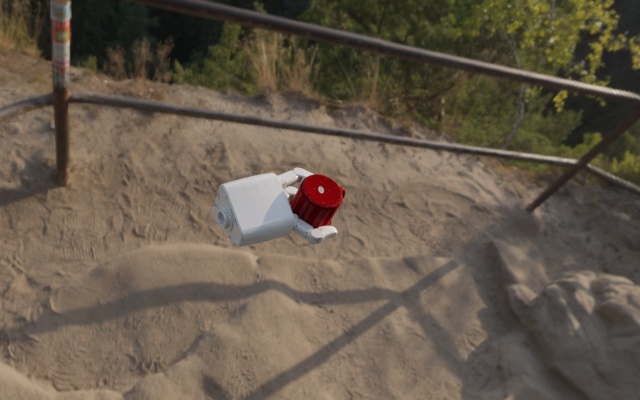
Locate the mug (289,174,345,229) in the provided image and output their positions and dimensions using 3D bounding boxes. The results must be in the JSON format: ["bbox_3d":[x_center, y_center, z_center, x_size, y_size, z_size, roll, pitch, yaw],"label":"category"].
[{"bbox_3d":[0.001,0.003,0.895,0.117,0.093,0.081,-16,-29,-35],"label":"mug"}]
